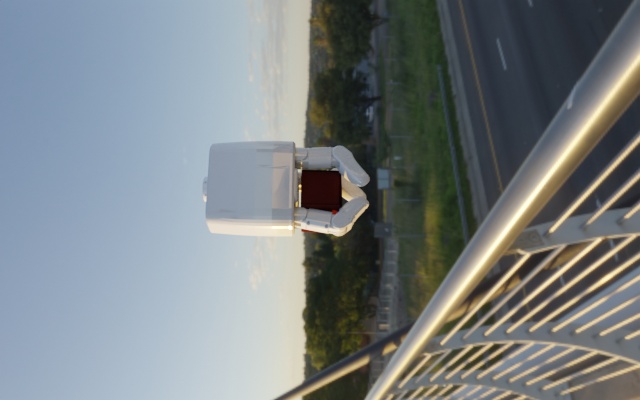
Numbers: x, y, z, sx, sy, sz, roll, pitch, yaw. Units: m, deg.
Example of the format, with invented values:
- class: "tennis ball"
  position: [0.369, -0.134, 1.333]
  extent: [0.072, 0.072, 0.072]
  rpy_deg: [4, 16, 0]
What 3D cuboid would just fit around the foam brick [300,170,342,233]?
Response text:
- class: "foam brick"
  position: [0.000, 0.002, 0.621]
  extent: [0.051, 0.053, 0.078]
  rpy_deg: [0, -31, -1]
